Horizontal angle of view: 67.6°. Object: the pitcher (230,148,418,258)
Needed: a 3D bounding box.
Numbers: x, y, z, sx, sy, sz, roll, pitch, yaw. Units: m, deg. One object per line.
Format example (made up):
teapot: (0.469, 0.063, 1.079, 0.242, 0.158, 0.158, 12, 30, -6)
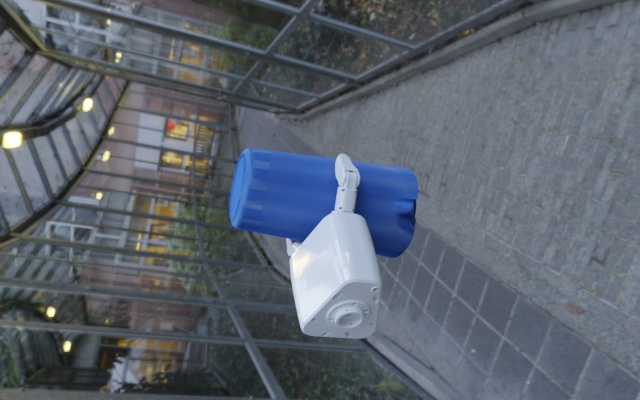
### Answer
pitcher: (0.000, 0.002, 0.670, 0.243, 0.149, 0.145, 9, 39, -18)
